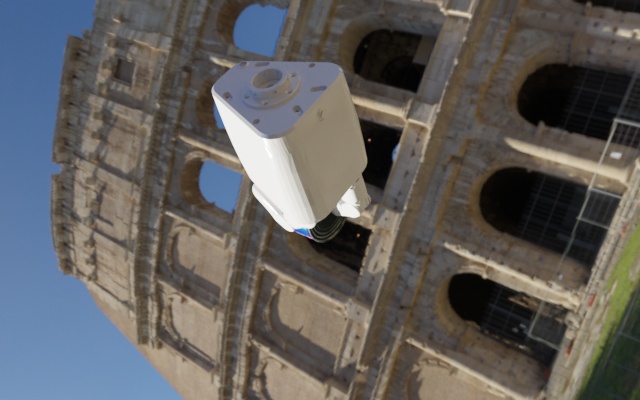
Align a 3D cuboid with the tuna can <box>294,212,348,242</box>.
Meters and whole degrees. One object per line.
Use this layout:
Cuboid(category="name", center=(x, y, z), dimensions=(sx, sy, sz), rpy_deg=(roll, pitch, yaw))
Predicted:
Cuboid(category="tuna can", center=(0.000, 0.002, 0.541), dimensions=(0.033, 0.086, 0.086), rpy_deg=(19, 10, 32))
